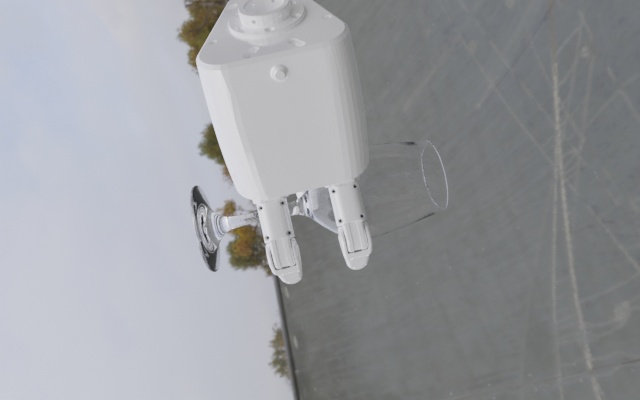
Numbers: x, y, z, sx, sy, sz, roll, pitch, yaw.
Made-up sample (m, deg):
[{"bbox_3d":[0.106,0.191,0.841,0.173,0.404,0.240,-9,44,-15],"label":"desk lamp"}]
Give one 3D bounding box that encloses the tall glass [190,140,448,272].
[{"bbox_3d":[-0.001,0.002,0.402,0.201,0.079,0.079,-13,0,-1],"label":"tall glass"}]
